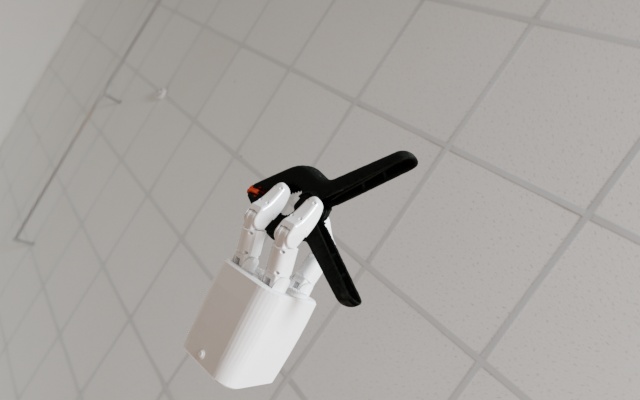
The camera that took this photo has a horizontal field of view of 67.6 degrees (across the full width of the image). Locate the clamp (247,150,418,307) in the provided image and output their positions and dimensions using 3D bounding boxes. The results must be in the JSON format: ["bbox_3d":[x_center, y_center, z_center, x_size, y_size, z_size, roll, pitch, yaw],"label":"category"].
[{"bbox_3d":[0.000,0.002,0.525,0.210,0.164,0.036,23,-9,43],"label":"clamp"}]
